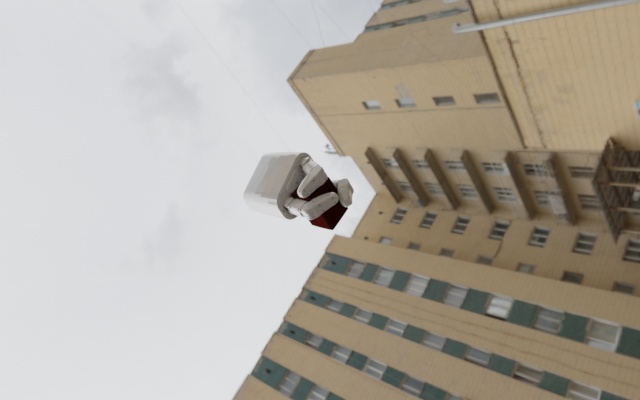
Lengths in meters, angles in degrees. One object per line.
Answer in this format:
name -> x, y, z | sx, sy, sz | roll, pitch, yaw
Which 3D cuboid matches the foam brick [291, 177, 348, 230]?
foam brick -> 0.000, 0.003, 0.804 | 0.051, 0.078, 0.053 | 8, 50, 46
